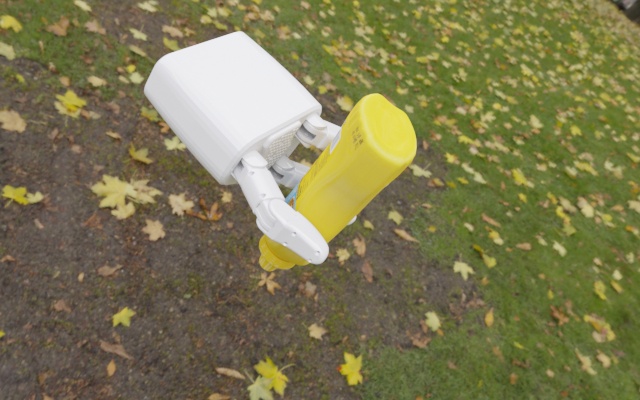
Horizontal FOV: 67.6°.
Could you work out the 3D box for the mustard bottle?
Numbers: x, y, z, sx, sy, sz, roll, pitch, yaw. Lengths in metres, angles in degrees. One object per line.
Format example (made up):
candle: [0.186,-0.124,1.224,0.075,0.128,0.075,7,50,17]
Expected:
mustard bottle: [0.000,0.001,0.415,0.058,0.192,0.096,33,33,-13]
